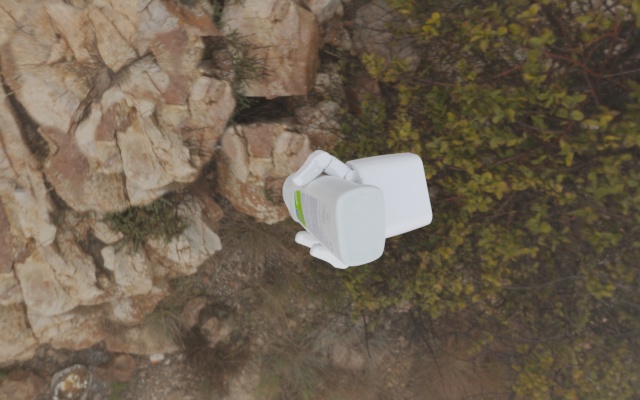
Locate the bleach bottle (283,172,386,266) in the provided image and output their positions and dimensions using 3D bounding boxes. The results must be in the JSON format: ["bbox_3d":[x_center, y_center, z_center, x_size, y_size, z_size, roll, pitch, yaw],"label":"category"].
[{"bbox_3d":[0.000,0.002,0.673,0.068,0.102,0.250,-12,19,-21],"label":"bleach bottle"}]
